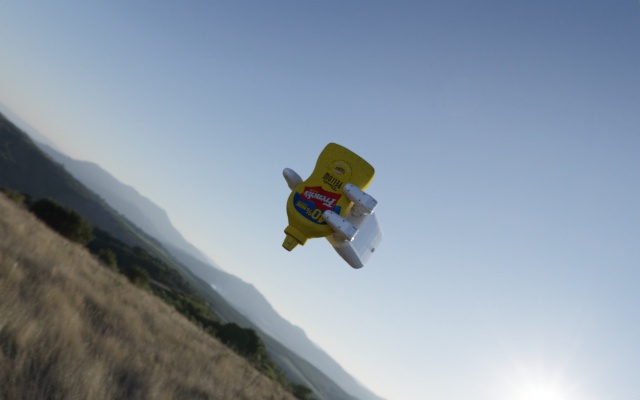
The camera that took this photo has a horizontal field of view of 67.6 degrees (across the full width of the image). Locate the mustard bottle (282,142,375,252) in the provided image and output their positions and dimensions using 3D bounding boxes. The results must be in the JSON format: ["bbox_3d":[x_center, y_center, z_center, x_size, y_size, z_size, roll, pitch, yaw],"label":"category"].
[{"bbox_3d":[0.000,0.002,0.780,0.096,0.191,0.058,34,-14,10],"label":"mustard bottle"}]
